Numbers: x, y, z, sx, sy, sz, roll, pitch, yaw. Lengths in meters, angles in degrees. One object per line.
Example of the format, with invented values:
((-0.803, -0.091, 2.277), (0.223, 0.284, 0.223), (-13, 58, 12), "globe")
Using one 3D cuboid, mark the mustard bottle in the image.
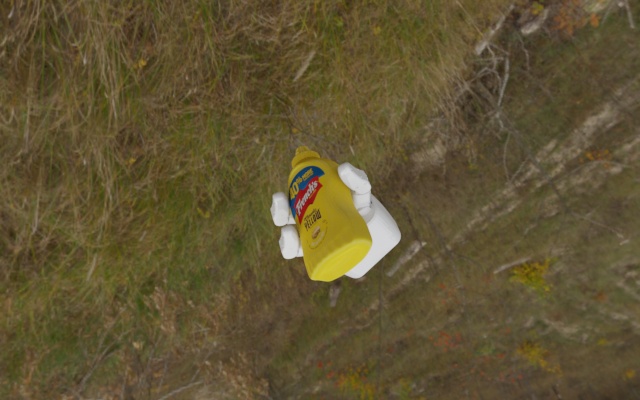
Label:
((0.000, 0.002, 0.629), (0.058, 0.191, 0.096), (11, -44, -37), "mustard bottle")
